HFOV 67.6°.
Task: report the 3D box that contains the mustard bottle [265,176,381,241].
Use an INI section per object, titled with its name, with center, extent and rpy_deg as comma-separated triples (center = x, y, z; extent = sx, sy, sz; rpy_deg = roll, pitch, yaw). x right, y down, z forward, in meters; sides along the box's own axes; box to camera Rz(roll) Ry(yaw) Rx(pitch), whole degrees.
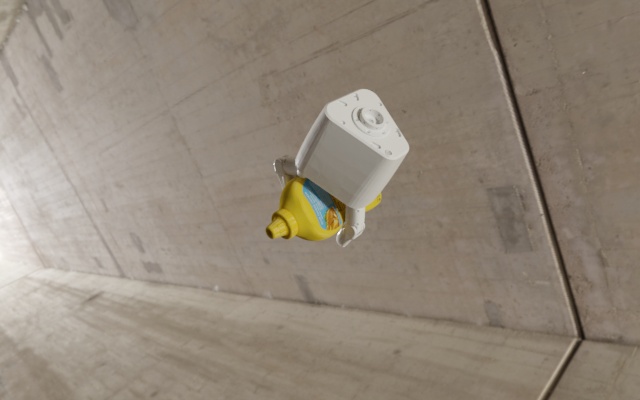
[mustard bottle]
center = 0.000, 0.002, 0.673
extent = 0.191, 0.096, 0.058
rpy_deg = -32, 8, -37
